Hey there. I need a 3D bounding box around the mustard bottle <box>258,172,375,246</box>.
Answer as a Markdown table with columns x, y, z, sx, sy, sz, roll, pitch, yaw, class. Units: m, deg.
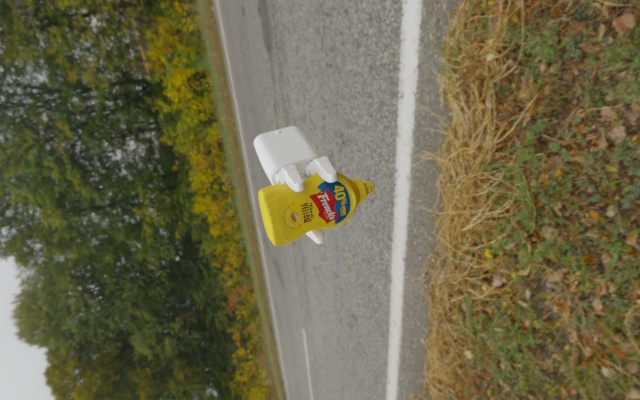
| x | y | z | sx | sy | sz | roll | pitch | yaw | class |
| --- | --- | --- | --- | --- | --- | --- | --- | --- | --- |
| 0.000 | 0.003 | 0.784 | 0.191 | 0.096 | 0.058 | -17 | 23 | -16 | mustard bottle |
